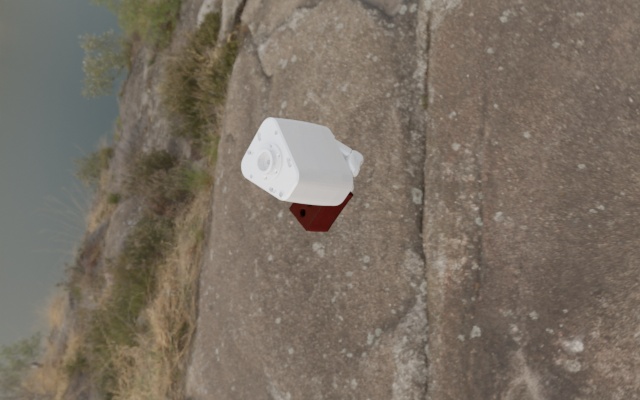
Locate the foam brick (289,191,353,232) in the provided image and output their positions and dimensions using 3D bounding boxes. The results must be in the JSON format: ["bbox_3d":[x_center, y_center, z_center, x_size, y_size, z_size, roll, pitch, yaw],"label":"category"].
[{"bbox_3d":[0.000,0.003,0.721,0.051,0.078,0.053,2,39,-49],"label":"foam brick"}]
